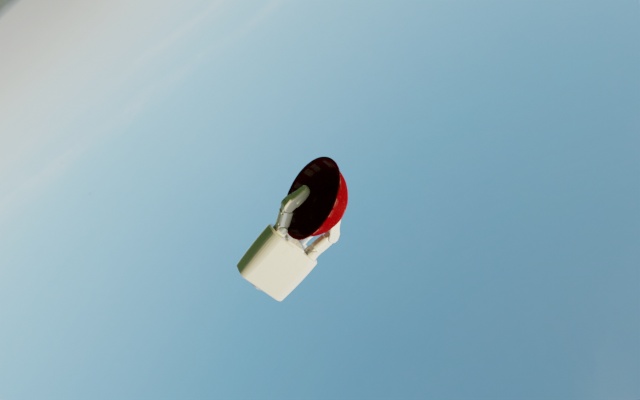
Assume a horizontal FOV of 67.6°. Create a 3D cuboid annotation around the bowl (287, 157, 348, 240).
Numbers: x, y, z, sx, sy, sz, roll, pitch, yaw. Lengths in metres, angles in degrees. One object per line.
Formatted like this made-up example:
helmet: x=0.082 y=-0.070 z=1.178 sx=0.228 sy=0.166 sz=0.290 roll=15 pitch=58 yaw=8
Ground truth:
bowl: x=0.001 y=0.002 z=0.880 sx=0.055 sy=0.162 sz=0.162 roll=24 pitch=-14 yaw=-33
